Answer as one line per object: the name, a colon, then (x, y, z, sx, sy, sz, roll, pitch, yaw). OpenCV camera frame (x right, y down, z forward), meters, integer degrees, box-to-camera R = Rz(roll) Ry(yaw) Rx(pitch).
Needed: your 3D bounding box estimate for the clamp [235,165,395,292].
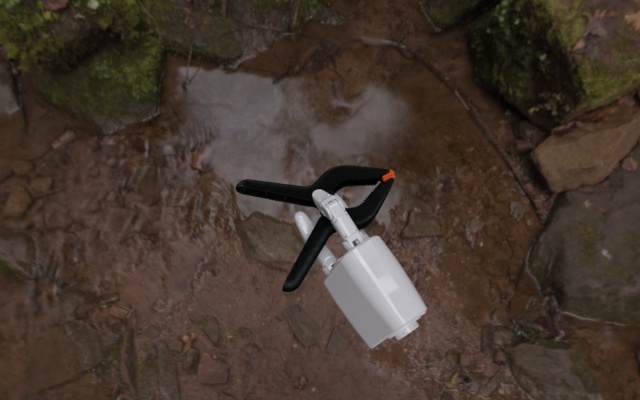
clamp: (0.001, 0.002, 0.640, 0.210, 0.164, 0.036, -31, -17, -13)
